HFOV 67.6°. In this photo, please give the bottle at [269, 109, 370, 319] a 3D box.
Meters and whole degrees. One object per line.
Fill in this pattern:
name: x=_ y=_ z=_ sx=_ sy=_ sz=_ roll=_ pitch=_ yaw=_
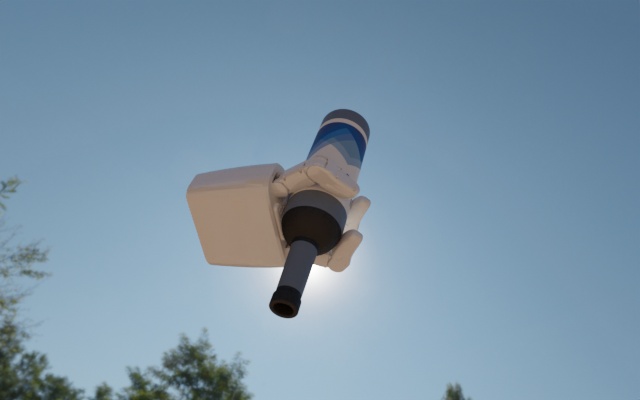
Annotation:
bottle: x=0.000 y=0.002 z=0.531 sx=0.069 sy=0.069 sz=0.295 roll=0 pitch=40 yaw=17
